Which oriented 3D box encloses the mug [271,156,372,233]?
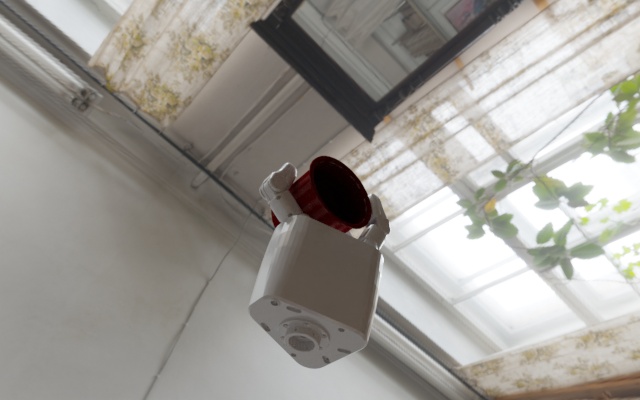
[{"bbox_3d":[0.000,0.001,0.558,0.081,0.093,0.117,-37,21,35],"label":"mug"}]
